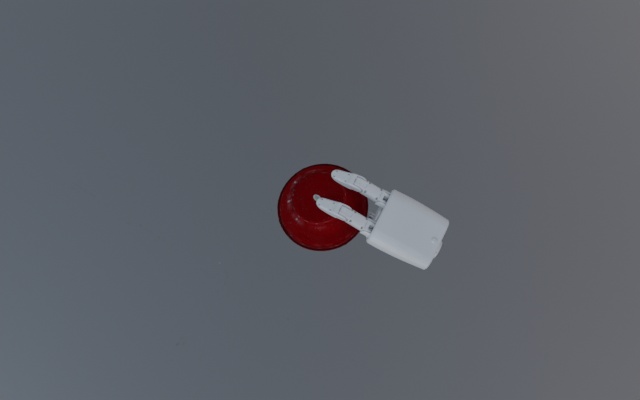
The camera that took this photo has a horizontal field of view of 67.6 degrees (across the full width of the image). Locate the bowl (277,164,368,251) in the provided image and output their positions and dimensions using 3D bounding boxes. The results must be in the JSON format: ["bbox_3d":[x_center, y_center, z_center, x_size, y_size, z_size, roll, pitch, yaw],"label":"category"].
[{"bbox_3d":[-0.001,0.002,0.818,0.162,0.162,0.055,0,-17,8],"label":"bowl"}]
